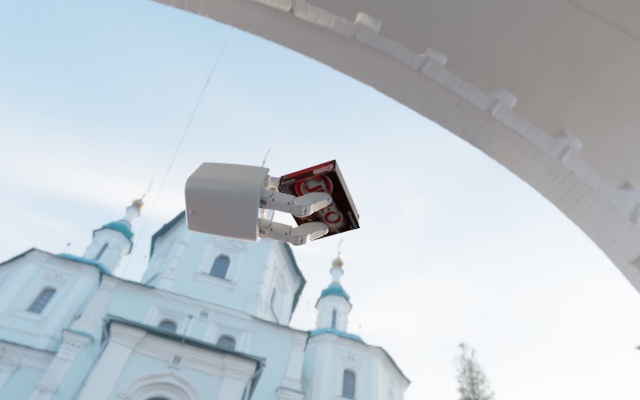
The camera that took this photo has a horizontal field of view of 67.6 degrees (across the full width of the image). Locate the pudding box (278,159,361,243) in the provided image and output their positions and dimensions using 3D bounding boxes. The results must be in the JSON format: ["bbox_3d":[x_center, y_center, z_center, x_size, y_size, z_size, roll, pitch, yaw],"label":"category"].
[{"bbox_3d":[0.000,0.002,0.712,0.090,0.114,0.039,-16,35,16],"label":"pudding box"}]
